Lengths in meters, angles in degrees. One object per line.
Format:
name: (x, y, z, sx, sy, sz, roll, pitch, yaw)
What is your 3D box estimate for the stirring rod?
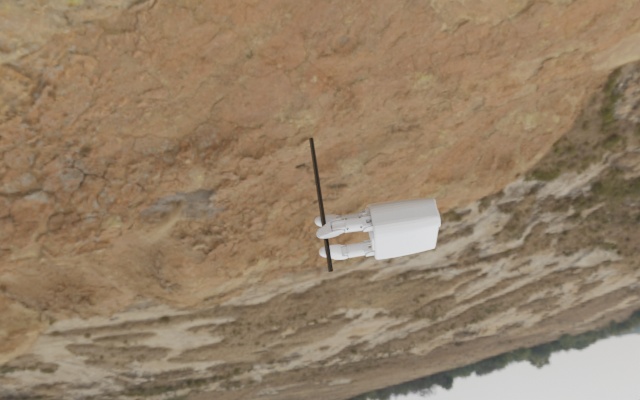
stirring rod: (0.000, 0.003, 0.818, 0.011, 0.239, 0.011, -8, -17, -2)
